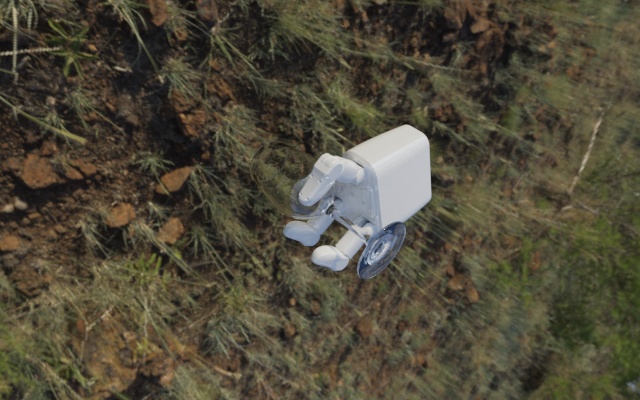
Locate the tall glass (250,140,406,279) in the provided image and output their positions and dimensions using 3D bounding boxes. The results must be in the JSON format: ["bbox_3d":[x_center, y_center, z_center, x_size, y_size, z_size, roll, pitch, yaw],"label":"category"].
[{"bbox_3d":[0.000,0.002,0.560,0.201,0.079,0.079,38,22,32],"label":"tall glass"}]
